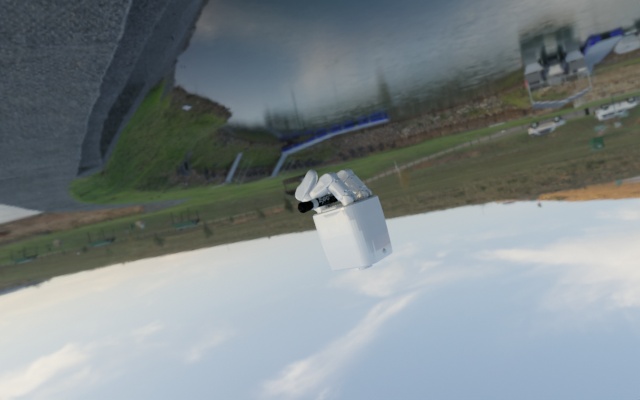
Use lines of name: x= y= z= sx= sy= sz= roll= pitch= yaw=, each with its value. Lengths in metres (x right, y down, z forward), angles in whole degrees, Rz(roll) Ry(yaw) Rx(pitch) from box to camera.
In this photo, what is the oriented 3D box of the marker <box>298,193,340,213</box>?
marker: x=0.000 y=0.003 z=0.822 sx=0.020 sy=0.020 sz=0.121 roll=0 pitch=9 yaw=33
